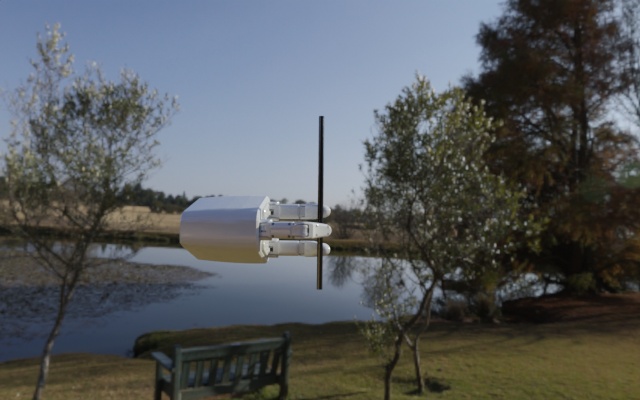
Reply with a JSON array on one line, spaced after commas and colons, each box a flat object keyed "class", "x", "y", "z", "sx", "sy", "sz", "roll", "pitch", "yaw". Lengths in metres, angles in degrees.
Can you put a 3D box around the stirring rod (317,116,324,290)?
[{"class": "stirring rod", "x": 0.000, "y": 0.002, "z": 0.663, "sx": 0.011, "sy": 0.239, "sz": 0.011, "roll": 1, "pitch": -3, "yaw": 0}]
